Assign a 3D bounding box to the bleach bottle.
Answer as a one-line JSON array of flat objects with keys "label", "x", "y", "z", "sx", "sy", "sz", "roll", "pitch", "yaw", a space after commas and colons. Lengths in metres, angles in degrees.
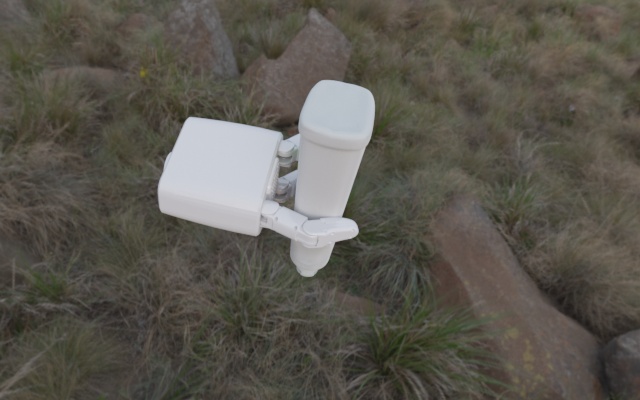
[{"label": "bleach bottle", "x": 0.000, "y": 0.002, "z": 0.529, "sx": 0.068, "sy": 0.251, "sz": 0.102, "roll": 13, "pitch": 42, "yaw": 1}]
